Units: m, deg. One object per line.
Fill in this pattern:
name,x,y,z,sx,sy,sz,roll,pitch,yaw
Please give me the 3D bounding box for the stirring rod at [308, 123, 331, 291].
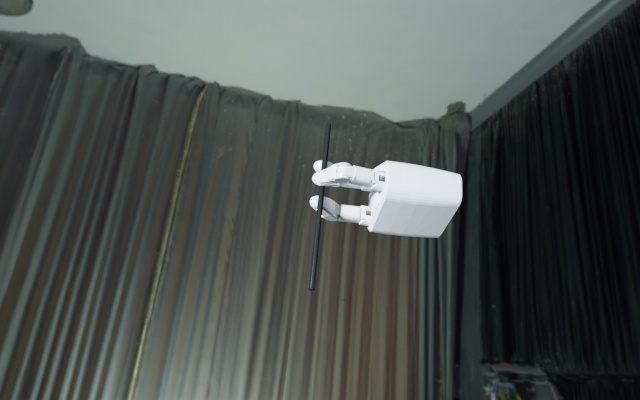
stirring rod,0.000,0.002,0.649,0.011,0.239,0.011,5,-21,2
